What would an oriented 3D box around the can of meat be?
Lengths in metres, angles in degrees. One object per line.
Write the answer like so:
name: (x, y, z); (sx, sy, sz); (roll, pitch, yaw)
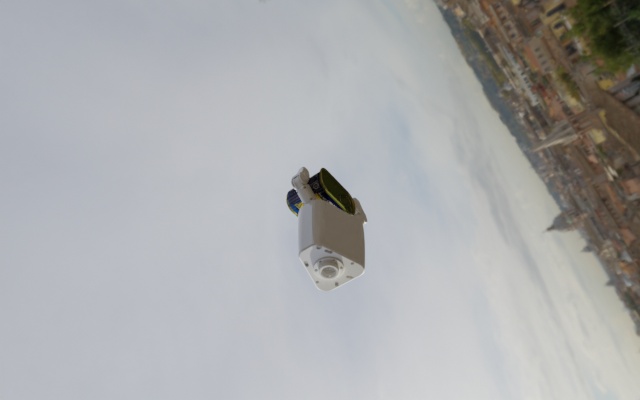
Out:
can of meat: (0.000, 0.003, 0.867); (0.084, 0.057, 0.102); (-31, -55, 23)
